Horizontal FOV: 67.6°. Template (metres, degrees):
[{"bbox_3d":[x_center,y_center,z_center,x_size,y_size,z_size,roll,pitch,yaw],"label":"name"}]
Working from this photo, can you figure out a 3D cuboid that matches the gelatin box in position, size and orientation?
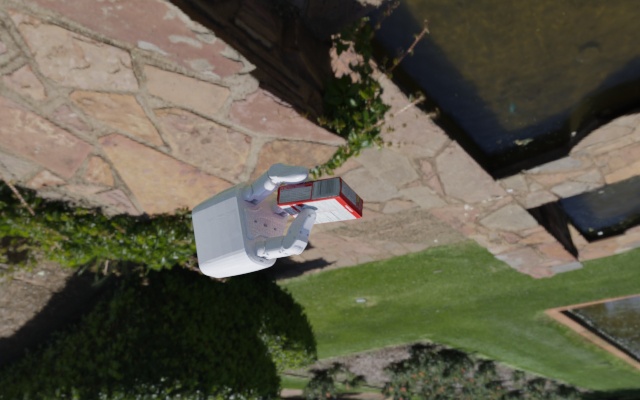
[{"bbox_3d":[0.000,0.002,0.607,0.089,0.030,0.073,-8,-26,26],"label":"gelatin box"}]
